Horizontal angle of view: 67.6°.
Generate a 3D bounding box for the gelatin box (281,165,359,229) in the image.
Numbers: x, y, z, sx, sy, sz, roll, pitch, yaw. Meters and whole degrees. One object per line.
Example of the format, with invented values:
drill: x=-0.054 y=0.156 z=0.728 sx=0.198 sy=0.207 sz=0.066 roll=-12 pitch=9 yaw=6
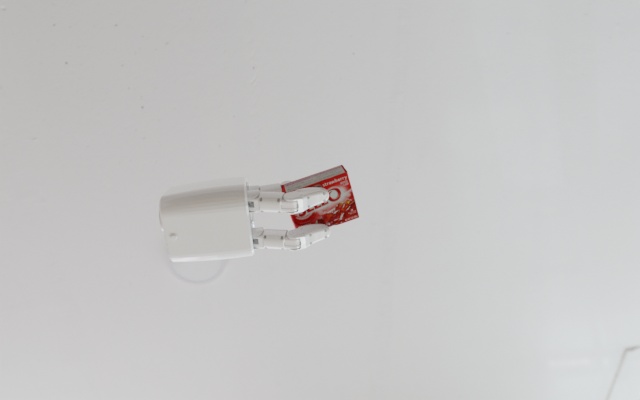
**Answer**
gelatin box: x=0.000 y=0.002 z=0.636 sx=0.089 sy=0.073 sz=0.030 roll=-19 pitch=30 yaw=-3
